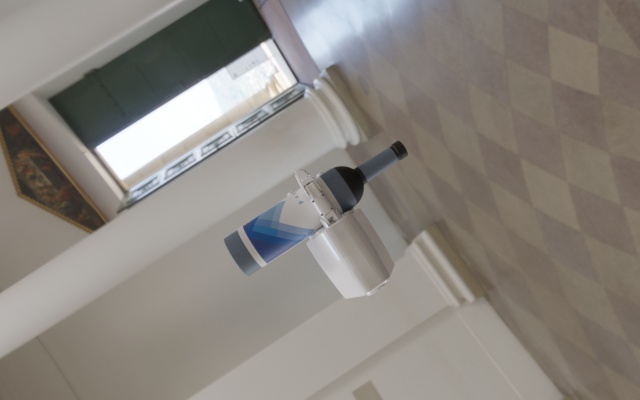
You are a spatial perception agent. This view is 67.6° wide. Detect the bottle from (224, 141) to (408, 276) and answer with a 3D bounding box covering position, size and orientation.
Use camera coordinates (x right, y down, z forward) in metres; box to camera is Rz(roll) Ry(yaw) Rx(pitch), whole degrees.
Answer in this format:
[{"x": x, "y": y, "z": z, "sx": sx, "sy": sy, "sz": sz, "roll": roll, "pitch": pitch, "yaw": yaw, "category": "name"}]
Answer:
[{"x": 0.000, "y": 0.002, "z": 0.704, "sx": 0.295, "sy": 0.069, "sz": 0.069, "roll": -33, "pitch": 2, "yaw": -3, "category": "bottle"}]
